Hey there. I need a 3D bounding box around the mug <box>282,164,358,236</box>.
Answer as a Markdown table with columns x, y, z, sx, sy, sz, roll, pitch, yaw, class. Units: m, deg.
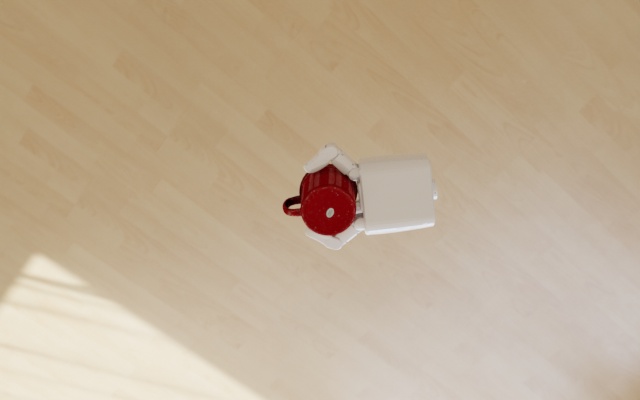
| x | y | z | sx | sy | sz | roll | pitch | yaw | class |
| --- | --- | --- | --- | --- | --- | --- | --- | --- | --- |
| -0.001 | 0.003 | 0.721 | 0.117 | 0.093 | 0.081 | -6 | 22 | 4 | mug |
